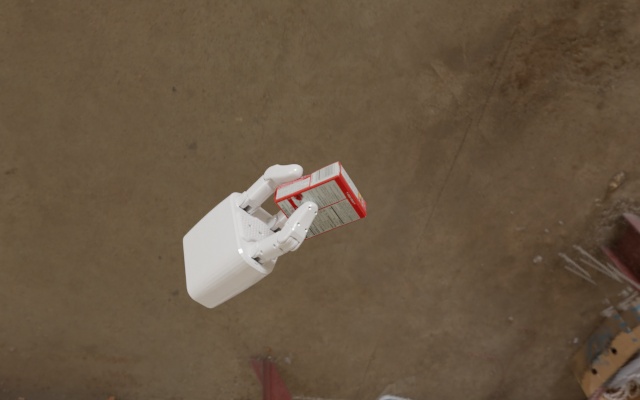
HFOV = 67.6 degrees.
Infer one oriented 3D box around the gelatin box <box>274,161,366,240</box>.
[{"bbox_3d":[0.000,0.002,0.571,0.089,0.073,0.030,-22,37,20],"label":"gelatin box"}]
